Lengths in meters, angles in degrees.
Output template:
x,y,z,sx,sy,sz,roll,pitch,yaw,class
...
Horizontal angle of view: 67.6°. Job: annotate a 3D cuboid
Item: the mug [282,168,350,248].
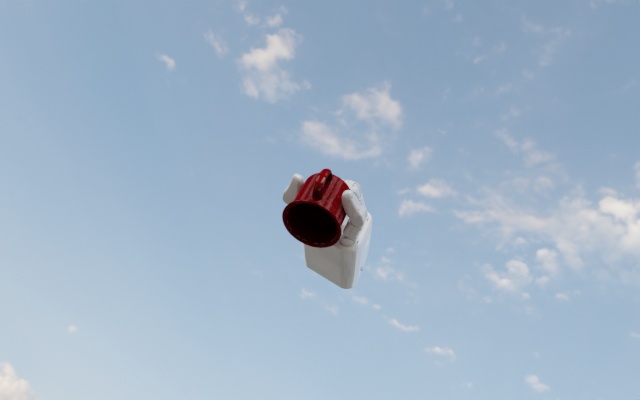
x,y,z,sx,sy,sz,roll,pitch,yaw,class
0.000,0.001,0.719,0.093,0.117,0.081,15,44,13,mug
